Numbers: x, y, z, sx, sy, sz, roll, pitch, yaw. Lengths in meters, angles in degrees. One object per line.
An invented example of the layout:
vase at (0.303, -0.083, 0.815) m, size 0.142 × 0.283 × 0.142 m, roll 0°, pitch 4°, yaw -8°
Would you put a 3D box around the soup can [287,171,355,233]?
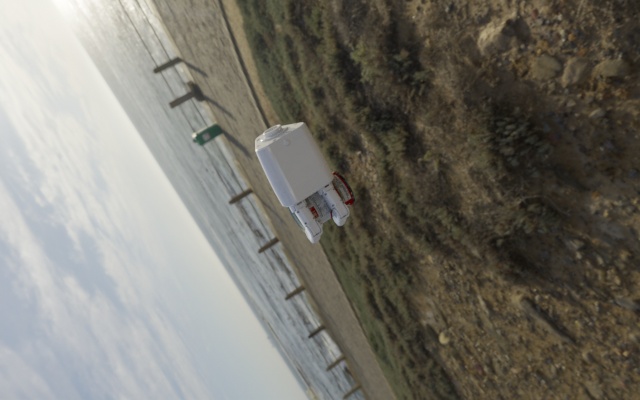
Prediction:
soup can at (0.000, 0.003, 0.830) m, size 0.102 × 0.068 × 0.068 m, roll -32°, pitch 9°, yaw -14°
